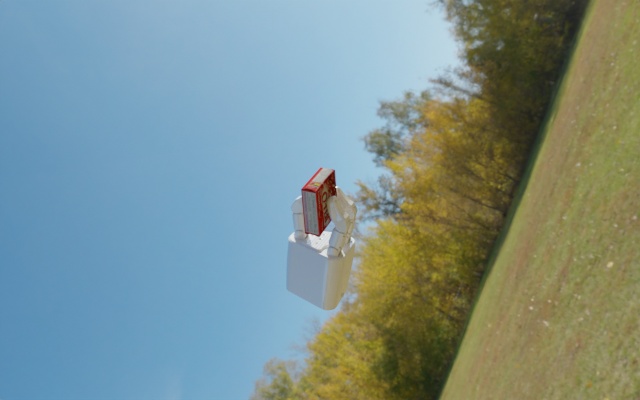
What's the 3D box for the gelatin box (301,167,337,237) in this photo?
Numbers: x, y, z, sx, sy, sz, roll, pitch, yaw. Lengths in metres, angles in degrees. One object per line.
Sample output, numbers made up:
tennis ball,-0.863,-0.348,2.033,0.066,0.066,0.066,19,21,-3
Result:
gelatin box,0.000,0.002,0.773,0.030,0.089,0.073,11,36,23
